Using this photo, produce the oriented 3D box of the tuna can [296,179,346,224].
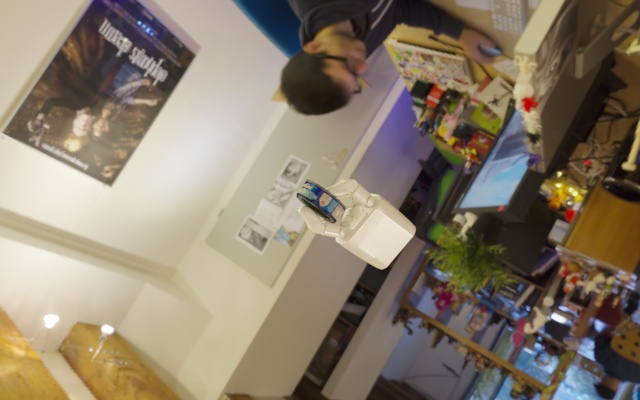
[{"bbox_3d":[0.000,0.003,0.822,0.086,0.033,0.086,35,-8,6],"label":"tuna can"}]
